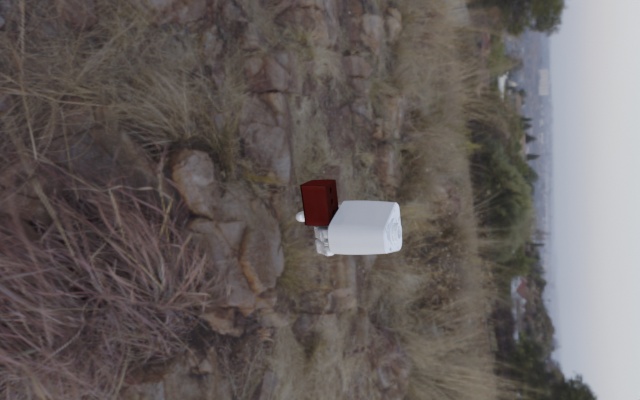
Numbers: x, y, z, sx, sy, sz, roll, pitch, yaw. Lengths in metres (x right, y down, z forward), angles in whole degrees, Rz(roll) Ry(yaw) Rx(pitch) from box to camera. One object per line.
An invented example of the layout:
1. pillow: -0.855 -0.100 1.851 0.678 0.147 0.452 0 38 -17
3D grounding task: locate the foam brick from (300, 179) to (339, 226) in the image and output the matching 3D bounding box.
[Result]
1. foam brick: 0.000 0.003 0.883 0.051 0.078 0.053 -1 15 25
